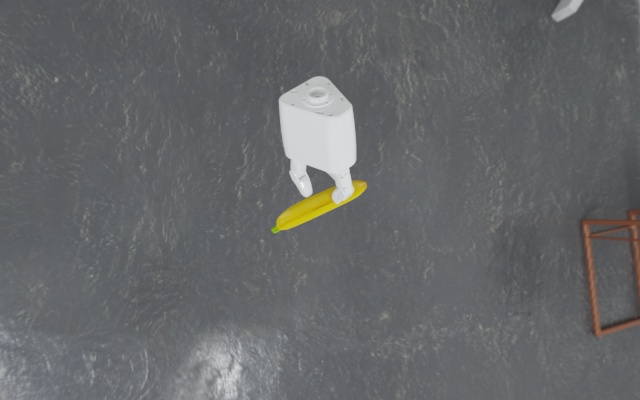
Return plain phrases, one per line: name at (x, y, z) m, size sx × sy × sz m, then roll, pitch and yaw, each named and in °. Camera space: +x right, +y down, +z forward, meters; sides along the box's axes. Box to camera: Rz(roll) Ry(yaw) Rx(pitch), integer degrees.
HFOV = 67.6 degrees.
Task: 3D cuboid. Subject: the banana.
banana at (0.000, 0.004, 0.856) m, size 0.198 × 0.037 × 0.069 m, roll -25°, pitch 4°, yaw -9°
